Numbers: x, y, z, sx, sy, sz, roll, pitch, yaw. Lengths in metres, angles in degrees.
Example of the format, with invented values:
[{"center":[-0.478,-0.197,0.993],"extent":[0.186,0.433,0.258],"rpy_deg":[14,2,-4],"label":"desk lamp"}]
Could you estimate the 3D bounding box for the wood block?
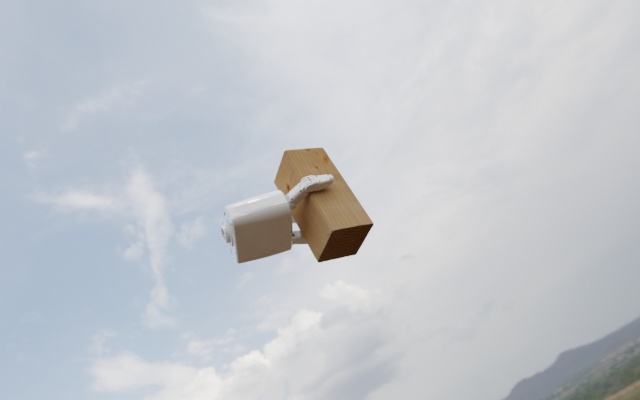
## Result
[{"center":[0.000,0.003,0.897],"extent":[0.090,0.206,0.091],"rpy_deg":[-8,-40,-31],"label":"wood block"}]
